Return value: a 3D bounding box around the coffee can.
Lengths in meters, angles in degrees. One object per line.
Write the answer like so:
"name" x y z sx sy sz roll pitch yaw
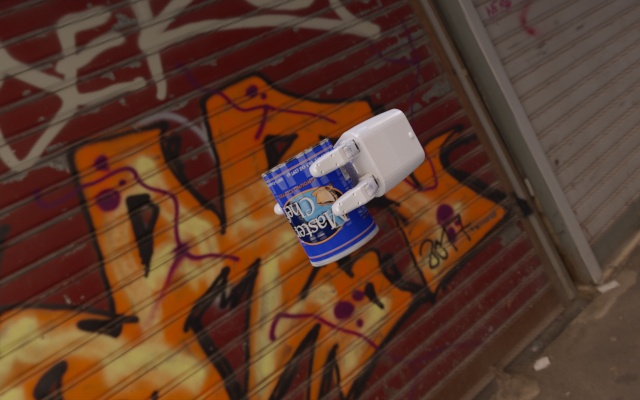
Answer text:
"coffee can" 0.000 0.002 0.639 0.103 0.140 0.103 -29 6 3
